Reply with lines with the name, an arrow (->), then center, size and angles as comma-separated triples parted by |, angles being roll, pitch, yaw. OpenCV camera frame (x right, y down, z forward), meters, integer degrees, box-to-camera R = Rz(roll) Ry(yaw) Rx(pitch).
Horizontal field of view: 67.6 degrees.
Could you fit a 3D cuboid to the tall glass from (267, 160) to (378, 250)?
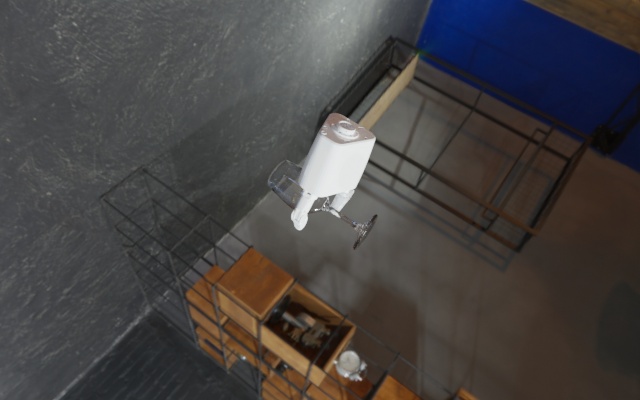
tall glass -> 0.001, 0.003, 0.866 | 0.201, 0.079, 0.079 | 33, 10, 15
